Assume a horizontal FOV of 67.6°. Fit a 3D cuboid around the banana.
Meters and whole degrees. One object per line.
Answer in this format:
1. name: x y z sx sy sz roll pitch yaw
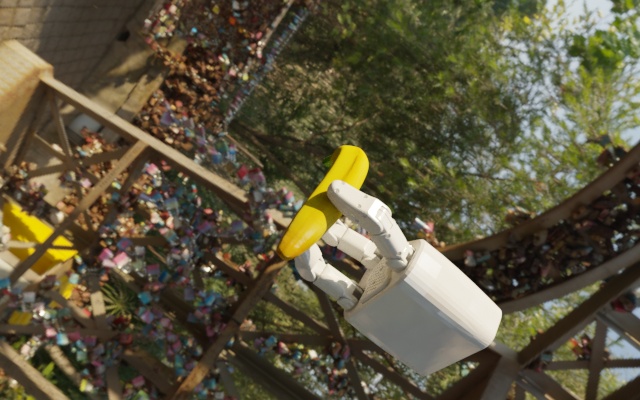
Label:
1. banana: 0.013 -0.011 0.475 0.070 0.037 0.197 -44 10 31
